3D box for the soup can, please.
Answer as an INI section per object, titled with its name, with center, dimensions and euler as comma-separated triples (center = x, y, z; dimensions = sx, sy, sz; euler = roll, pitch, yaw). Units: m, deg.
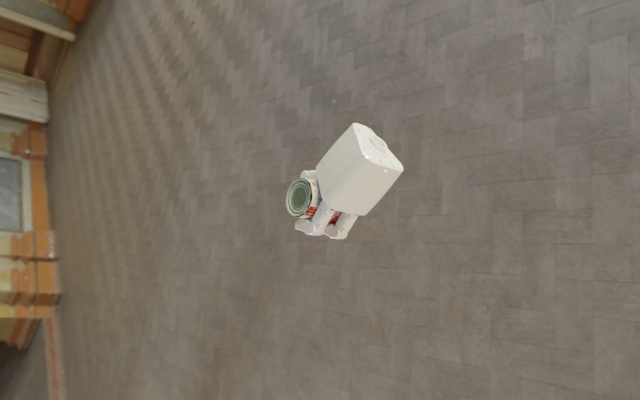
[soup can]
center = 0.000, 0.003, 0.819
dimensions = 0.102, 0.068, 0.068
euler = 12, -8, -41
